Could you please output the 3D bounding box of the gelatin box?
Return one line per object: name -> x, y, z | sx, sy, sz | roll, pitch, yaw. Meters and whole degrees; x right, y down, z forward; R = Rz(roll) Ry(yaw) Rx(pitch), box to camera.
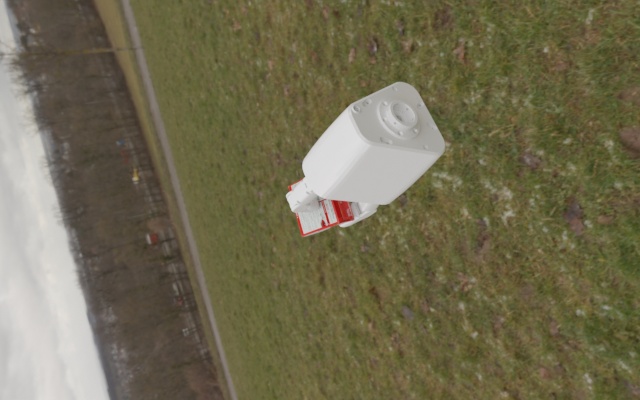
gelatin box -> 0.000, 0.002, 0.626 | 0.030, 0.073, 0.089 | -11, -8, -38
